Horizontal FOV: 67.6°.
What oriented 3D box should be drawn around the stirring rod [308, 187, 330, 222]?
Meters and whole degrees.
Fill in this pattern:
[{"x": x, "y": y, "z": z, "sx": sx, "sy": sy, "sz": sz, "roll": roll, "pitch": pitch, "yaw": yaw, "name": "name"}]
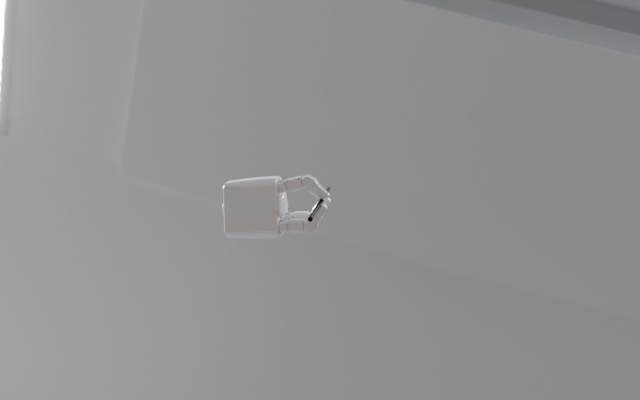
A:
[{"x": 0.000, "y": 0.003, "z": 0.882, "sx": 0.011, "sy": 0.011, "sz": 0.239, "roll": 0, "pitch": 13, "yaw": 8, "name": "stirring rod"}]
